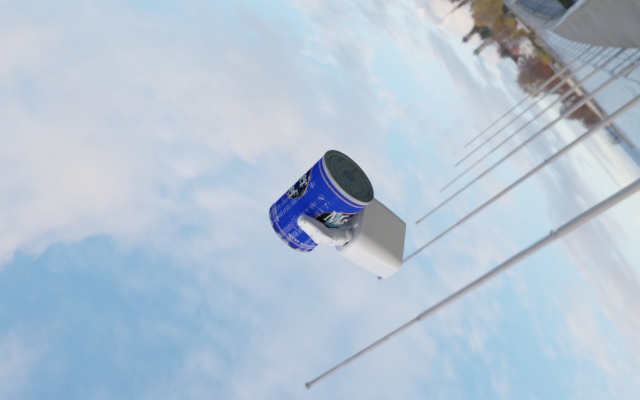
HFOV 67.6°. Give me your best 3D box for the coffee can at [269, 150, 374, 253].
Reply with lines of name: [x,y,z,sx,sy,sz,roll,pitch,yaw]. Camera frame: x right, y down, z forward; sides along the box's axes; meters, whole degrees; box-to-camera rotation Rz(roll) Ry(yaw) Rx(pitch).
coffee can: [0.000,0.002,0.759,0.140,0.102,0.103,-42,-24,29]
